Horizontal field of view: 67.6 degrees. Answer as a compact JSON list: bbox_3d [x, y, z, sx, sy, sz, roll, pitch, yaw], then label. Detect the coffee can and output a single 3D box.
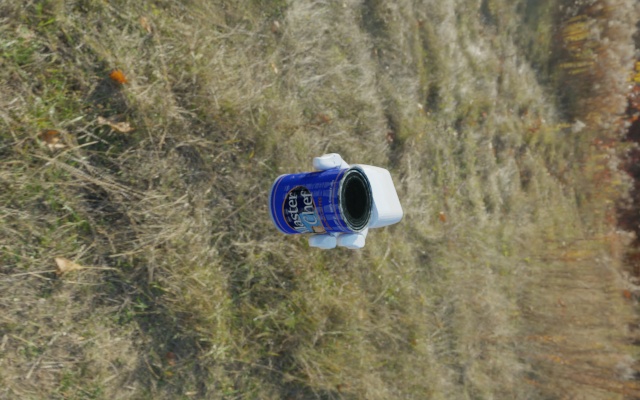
[{"bbox_3d":[0.000,0.002,0.773,0.140,0.103,0.103,-4,-2,35],"label":"coffee can"}]
